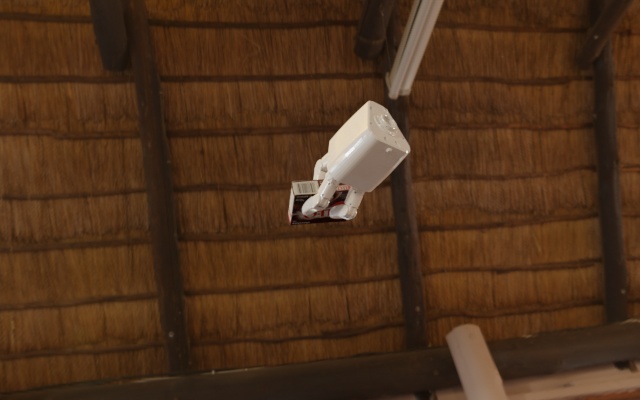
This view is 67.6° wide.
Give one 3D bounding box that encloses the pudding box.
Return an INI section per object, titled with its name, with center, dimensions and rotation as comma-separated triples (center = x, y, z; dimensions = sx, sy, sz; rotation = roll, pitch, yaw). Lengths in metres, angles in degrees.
[pudding box]
center = 0.000, 0.003, 0.873
dimensions = 0.113, 0.039, 0.090
rotation = -2, -39, -11
